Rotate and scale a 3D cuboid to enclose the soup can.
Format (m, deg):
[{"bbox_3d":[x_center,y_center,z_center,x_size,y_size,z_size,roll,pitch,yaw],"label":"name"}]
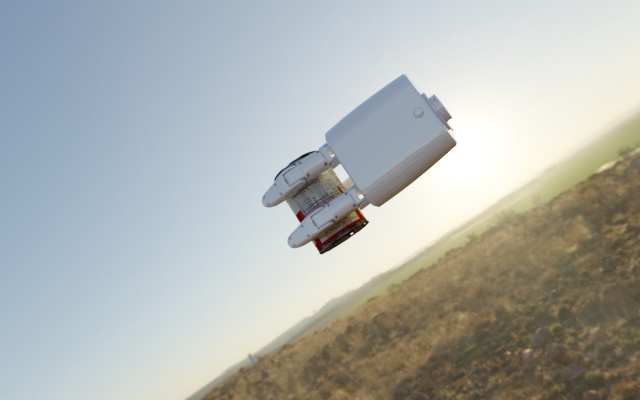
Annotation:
[{"bbox_3d":[0.000,0.002,0.553,0.068,0.102,0.068,-32,-11,-7],"label":"soup can"}]
